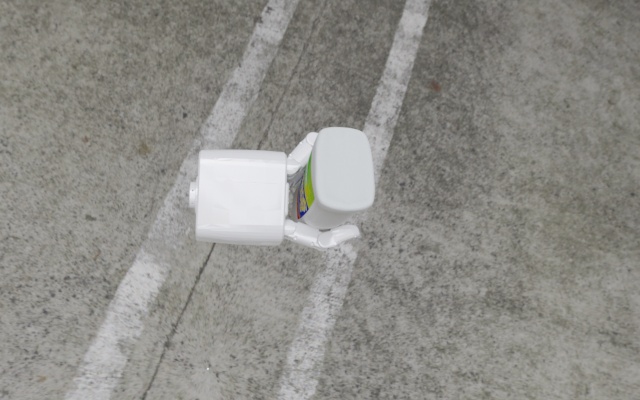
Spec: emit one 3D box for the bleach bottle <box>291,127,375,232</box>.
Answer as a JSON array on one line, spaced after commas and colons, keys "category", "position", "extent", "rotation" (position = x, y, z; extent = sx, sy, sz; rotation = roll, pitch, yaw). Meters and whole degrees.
[{"category": "bleach bottle", "position": [0.000, 0.002, 0.629], "extent": [0.068, 0.102, 0.251], "rotation": [3, -19, -12]}]
